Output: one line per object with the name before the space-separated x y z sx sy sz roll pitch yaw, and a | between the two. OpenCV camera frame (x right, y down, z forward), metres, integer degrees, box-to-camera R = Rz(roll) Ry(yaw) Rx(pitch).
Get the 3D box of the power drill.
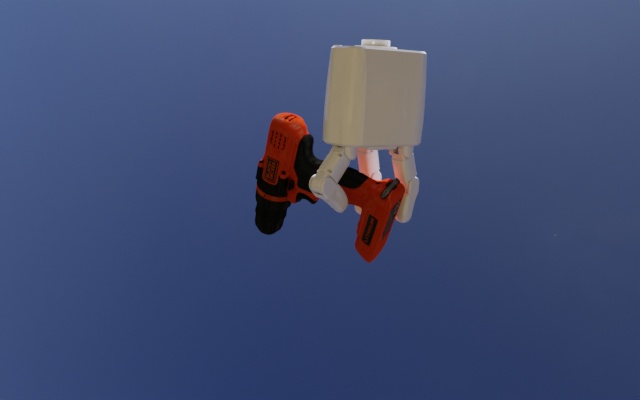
power drill | 0.001 0.002 0.609 0.187 0.185 0.057 27 39 16
